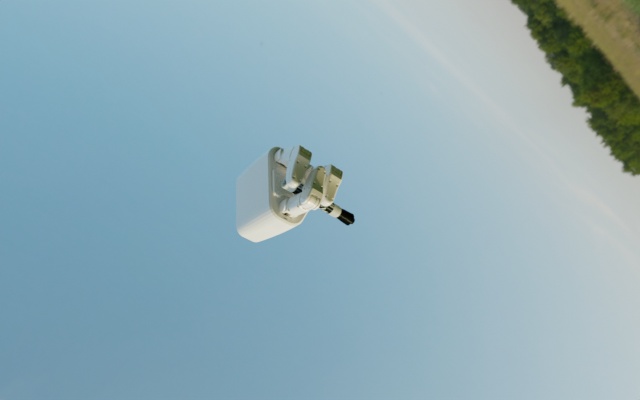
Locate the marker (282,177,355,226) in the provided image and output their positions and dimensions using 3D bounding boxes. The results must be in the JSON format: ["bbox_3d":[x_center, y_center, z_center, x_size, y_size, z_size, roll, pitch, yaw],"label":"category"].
[{"bbox_3d":[0.000,0.002,0.656,0.121,0.020,0.020,31,-15,-26],"label":"marker"}]
